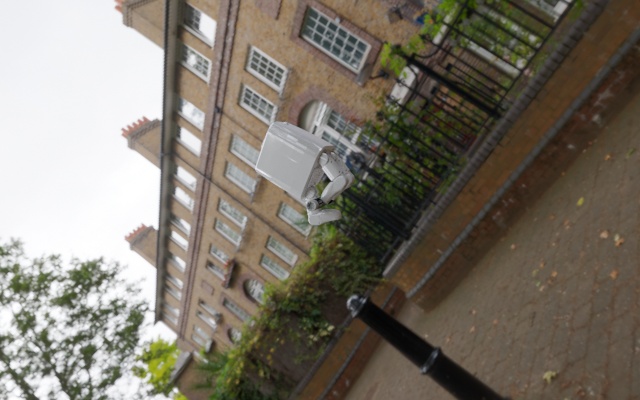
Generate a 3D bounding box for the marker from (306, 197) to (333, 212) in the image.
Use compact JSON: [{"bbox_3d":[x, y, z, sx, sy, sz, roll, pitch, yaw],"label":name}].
[{"bbox_3d":[0.000,0.003,0.855,0.020,0.020,0.121,0,6,16],"label":"marker"}]
